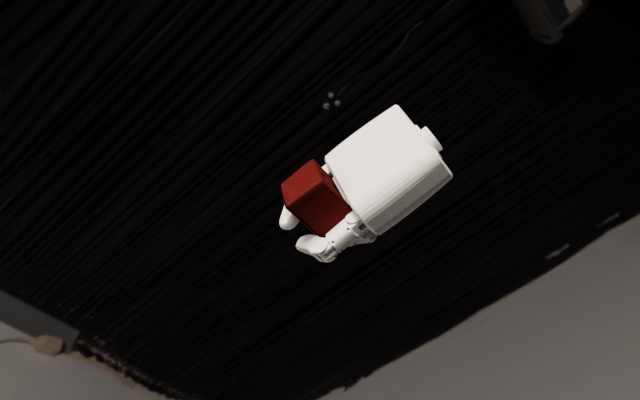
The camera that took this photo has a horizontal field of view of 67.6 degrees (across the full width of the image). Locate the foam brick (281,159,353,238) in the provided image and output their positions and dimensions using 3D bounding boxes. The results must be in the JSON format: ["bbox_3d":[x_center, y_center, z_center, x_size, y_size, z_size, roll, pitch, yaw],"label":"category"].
[{"bbox_3d":[0.000,0.002,0.547,0.078,0.051,0.053,43,15,-33],"label":"foam brick"}]
